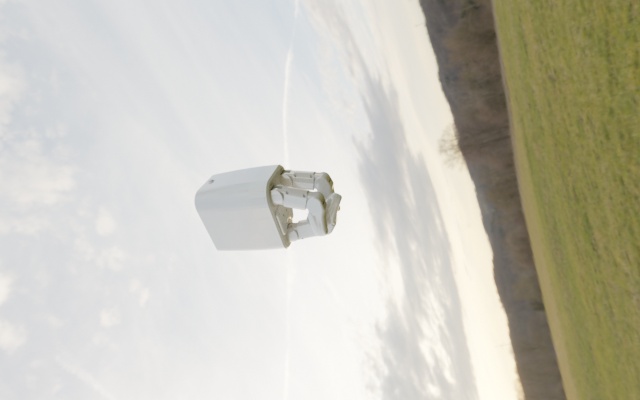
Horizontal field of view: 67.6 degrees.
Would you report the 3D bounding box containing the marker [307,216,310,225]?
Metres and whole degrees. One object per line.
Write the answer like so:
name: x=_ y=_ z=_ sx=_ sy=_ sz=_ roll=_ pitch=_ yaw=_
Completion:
marker: x=0.000 y=0.002 z=0.689 sx=0.020 sy=0.020 sz=0.121 roll=0 pitch=23 yaw=10
